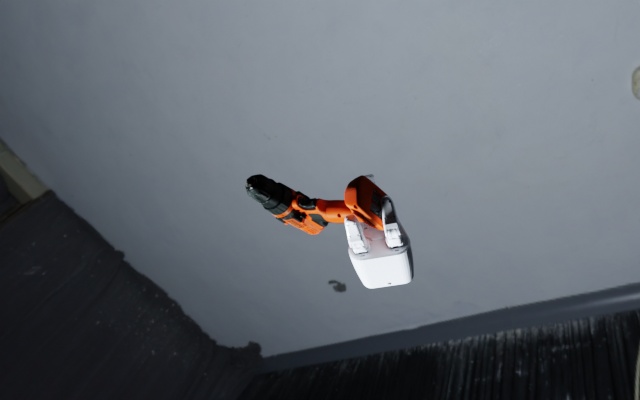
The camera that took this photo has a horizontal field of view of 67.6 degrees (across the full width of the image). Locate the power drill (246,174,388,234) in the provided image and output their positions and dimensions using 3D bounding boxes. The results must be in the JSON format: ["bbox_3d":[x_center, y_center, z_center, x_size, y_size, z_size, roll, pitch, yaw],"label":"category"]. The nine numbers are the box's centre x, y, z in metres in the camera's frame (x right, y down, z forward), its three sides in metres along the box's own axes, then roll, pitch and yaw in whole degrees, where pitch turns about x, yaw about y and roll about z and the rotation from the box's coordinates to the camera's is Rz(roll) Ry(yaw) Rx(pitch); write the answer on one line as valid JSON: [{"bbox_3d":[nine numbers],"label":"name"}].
[{"bbox_3d":[0.001,0.003,0.743,0.187,0.057,0.184,-2,-22,37],"label":"power drill"}]
